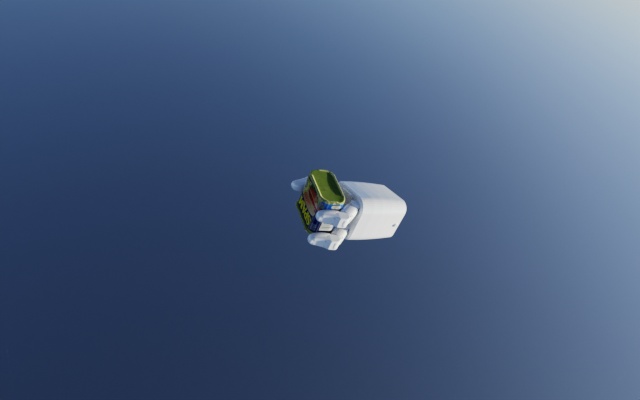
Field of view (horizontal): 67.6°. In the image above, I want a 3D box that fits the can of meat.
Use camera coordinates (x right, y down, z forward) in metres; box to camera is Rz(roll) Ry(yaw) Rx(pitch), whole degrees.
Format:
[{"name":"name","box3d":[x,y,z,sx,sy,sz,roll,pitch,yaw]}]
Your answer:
[{"name":"can of meat","box3d":[0.000,0.003,0.894,0.057,0.084,0.102,4,40,-25]}]
